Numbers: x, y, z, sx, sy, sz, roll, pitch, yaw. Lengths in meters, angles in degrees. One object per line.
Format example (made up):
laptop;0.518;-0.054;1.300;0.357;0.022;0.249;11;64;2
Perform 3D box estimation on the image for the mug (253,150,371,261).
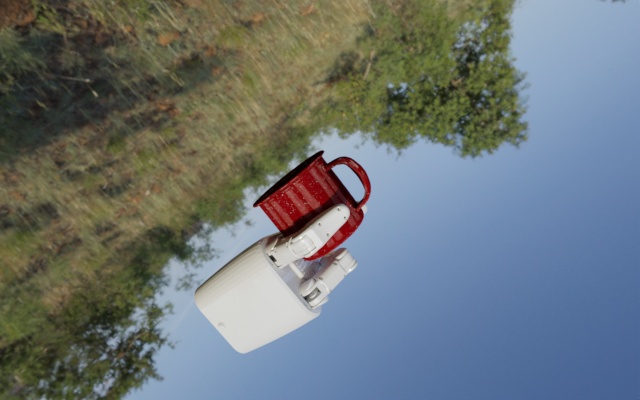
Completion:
mug;0.001;0.001;0.490;0.117;0.081;0.093;-34;10;24
